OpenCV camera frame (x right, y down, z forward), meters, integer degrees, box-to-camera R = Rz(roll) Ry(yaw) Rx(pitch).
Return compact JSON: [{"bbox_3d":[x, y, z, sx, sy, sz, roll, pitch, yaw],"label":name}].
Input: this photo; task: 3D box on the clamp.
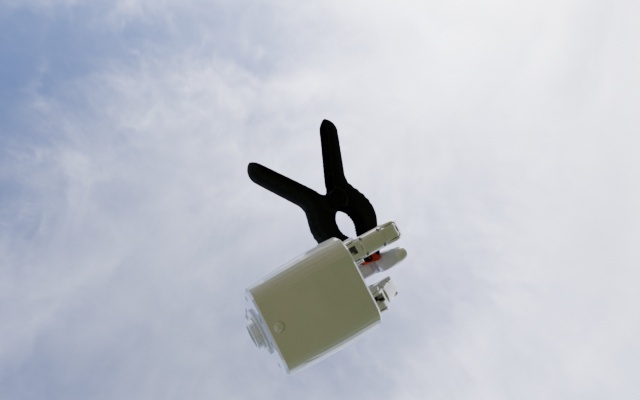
[{"bbox_3d":[0.000,0.002,0.526,0.120,0.171,0.039,-26,-7,-19],"label":"clamp"}]
